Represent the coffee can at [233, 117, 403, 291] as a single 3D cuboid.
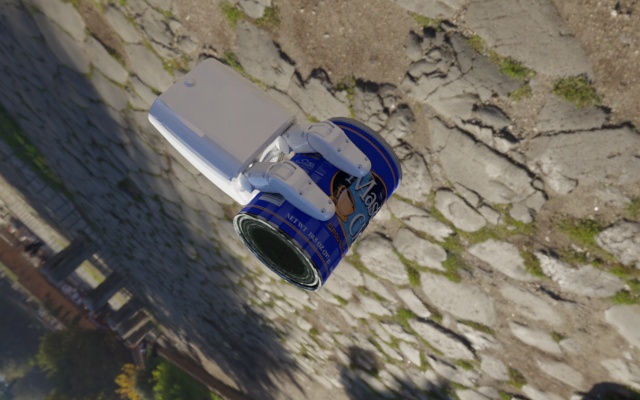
[{"bbox_3d":[0.000,0.002,0.465,0.103,0.103,0.140,0,43,53],"label":"coffee can"}]
